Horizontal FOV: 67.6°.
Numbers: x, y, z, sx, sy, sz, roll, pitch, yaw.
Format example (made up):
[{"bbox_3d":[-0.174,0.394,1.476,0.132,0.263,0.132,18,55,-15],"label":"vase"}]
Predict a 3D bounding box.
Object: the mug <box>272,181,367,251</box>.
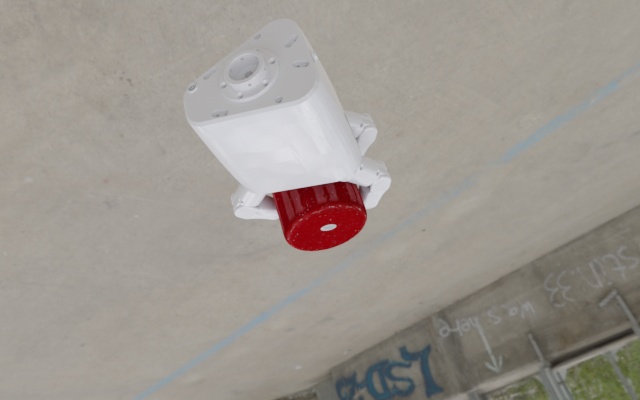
[{"bbox_3d":[0.001,0.002,0.479,0.093,0.081,0.117,-24,-33,9],"label":"mug"}]
